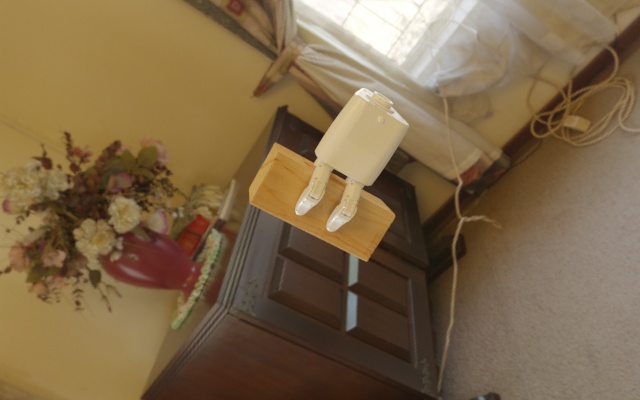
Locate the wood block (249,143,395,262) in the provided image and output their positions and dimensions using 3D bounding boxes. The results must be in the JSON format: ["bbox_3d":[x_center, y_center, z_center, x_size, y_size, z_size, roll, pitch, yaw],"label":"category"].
[{"bbox_3d":[0.000,0.002,0.753,0.206,0.090,0.090,28,11,-16],"label":"wood block"}]
